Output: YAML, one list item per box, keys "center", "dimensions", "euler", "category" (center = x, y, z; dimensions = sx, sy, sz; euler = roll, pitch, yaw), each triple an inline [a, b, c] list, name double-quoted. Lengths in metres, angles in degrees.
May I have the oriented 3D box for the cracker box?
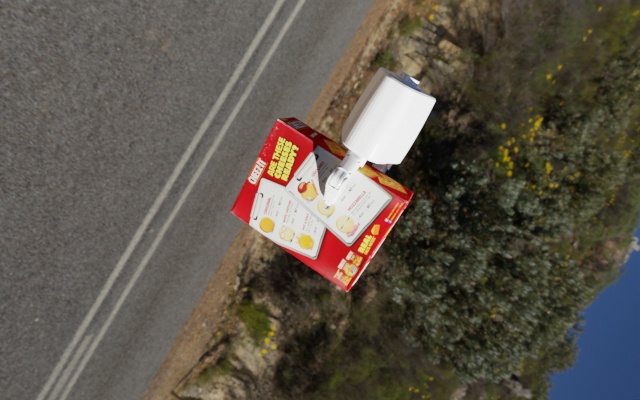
- center: [0.000, 0.002, 0.699]
  dimensions: [0.213, 0.164, 0.072]
  euler: [33, 20, 9]
  category: "cracker box"
